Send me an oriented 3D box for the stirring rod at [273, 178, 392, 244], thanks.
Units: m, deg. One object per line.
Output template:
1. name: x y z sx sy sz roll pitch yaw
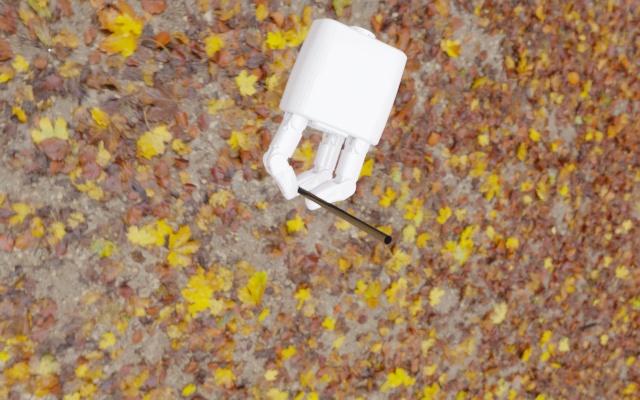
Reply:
1. stirring rod: 0.000 0.002 0.505 0.011 0.011 0.239 0 15 -30
